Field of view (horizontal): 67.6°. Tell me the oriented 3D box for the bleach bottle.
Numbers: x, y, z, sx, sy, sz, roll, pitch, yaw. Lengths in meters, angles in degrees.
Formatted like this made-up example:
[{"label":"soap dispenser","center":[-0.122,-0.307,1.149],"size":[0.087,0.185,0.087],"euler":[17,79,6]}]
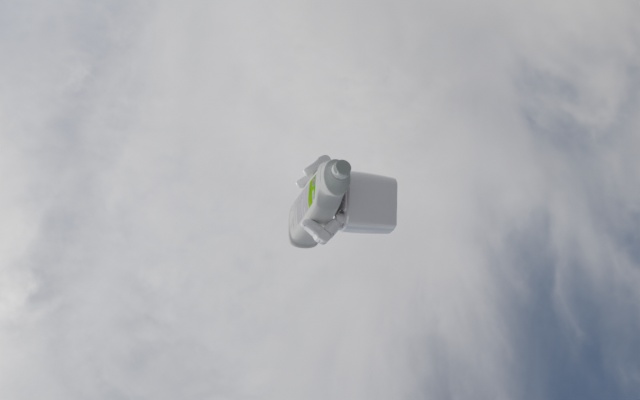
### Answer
[{"label":"bleach bottle","center":[0.000,0.003,0.896],"size":[0.068,0.102,0.251],"euler":[5,-25,-17]}]
